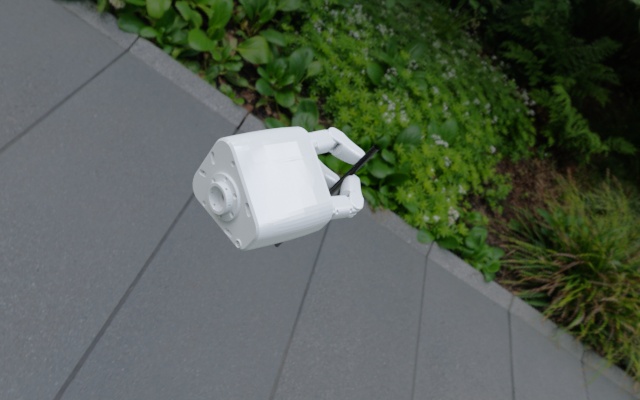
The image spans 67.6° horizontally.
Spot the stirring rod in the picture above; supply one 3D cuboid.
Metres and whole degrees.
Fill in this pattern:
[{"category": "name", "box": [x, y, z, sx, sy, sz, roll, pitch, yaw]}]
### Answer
[{"category": "stirring rod", "box": [0.000, 0.002, 0.634, 0.011, 0.011, 0.240, 0, -32, -40]}]
